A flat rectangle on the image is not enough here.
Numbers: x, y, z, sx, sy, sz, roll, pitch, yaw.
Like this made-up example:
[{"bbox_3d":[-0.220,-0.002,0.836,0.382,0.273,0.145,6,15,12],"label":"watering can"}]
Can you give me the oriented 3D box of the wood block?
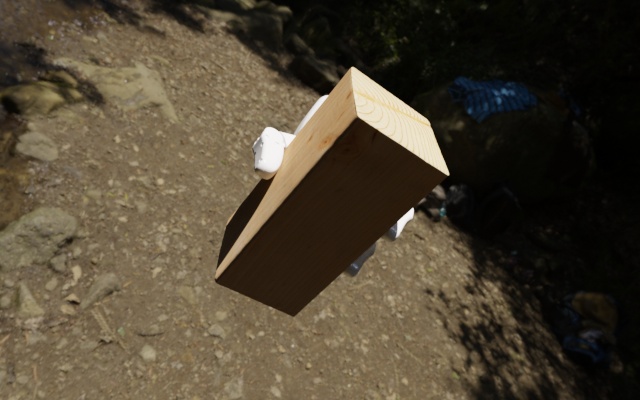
[{"bbox_3d":[0.000,0.001,0.425,0.091,0.206,0.090,29,32,-21],"label":"wood block"}]
